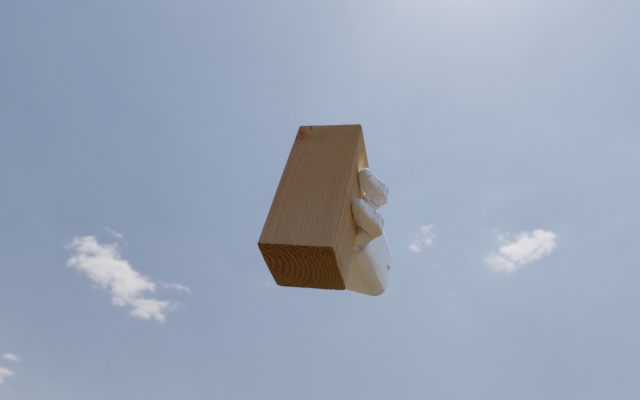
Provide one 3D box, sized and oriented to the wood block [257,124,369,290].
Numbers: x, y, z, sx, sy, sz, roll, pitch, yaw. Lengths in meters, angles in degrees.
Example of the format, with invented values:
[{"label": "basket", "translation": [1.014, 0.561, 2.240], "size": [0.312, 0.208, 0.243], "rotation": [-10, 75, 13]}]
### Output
[{"label": "wood block", "translation": [0.000, 0.002, 0.616], "size": [0.091, 0.206, 0.090], "rotation": [0, -42, 17]}]
